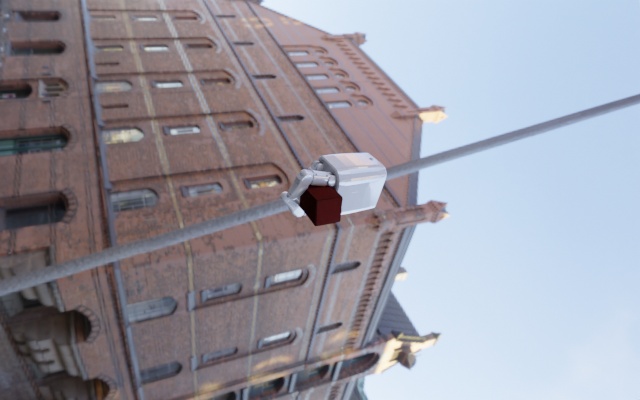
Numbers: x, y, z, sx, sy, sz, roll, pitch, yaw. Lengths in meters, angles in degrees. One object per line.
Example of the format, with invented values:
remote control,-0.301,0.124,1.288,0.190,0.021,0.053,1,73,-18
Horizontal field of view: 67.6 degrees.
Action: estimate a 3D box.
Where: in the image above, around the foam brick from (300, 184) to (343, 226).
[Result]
foam brick,0.000,0.003,0.864,0.051,0.053,0.078,-7,30,-23
